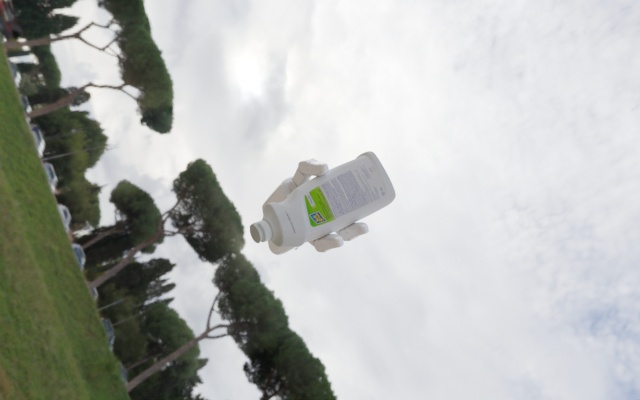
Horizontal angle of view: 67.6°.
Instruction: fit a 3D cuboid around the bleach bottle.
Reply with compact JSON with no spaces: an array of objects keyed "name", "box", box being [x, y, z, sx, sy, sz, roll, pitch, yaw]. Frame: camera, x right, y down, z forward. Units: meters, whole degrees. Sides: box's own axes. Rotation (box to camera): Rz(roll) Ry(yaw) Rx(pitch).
[{"name":"bleach bottle","box":[0.000,0.002,0.743,0.251,0.102,0.068,-21,-12,-34]}]
